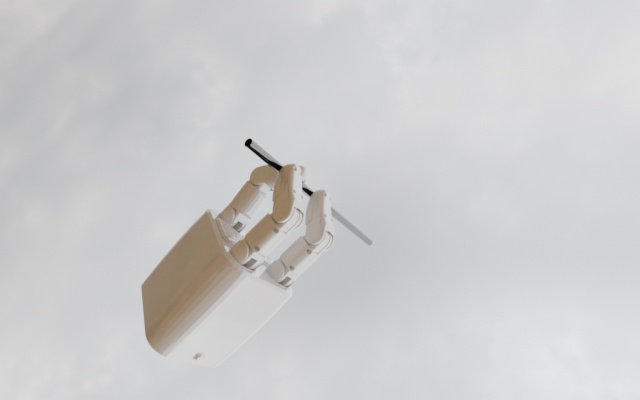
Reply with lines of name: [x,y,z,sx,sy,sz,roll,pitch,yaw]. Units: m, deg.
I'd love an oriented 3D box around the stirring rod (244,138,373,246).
stirring rod: [0.000,0.002,0.484,0.011,0.011,0.240,0,-24,33]
